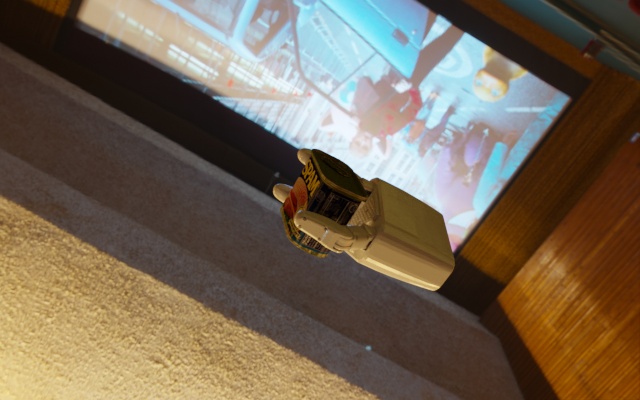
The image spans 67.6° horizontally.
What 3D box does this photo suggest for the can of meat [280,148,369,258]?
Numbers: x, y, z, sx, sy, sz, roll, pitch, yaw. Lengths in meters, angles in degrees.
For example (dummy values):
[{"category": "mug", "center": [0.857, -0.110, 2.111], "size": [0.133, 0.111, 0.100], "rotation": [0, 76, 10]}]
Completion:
[{"category": "can of meat", "center": [0.000, 0.002, 0.533], "size": [0.057, 0.084, 0.102], "rotation": [24, 20, -21]}]
